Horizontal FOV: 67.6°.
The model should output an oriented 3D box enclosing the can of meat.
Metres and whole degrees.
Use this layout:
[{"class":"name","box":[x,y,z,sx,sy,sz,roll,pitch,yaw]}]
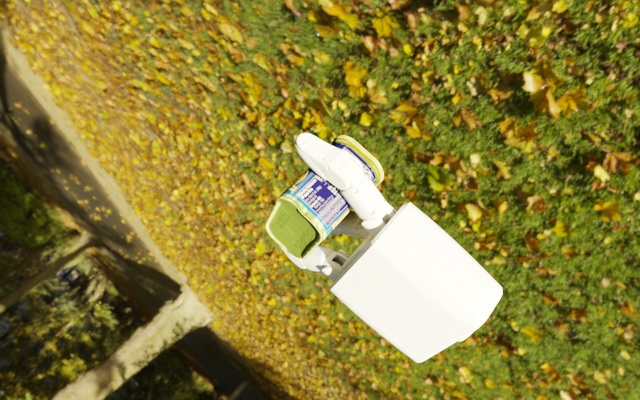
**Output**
[{"class":"can of meat","box":[0.000,0.002,0.438,0.084,0.057,0.102,-46,-4,-26]}]
